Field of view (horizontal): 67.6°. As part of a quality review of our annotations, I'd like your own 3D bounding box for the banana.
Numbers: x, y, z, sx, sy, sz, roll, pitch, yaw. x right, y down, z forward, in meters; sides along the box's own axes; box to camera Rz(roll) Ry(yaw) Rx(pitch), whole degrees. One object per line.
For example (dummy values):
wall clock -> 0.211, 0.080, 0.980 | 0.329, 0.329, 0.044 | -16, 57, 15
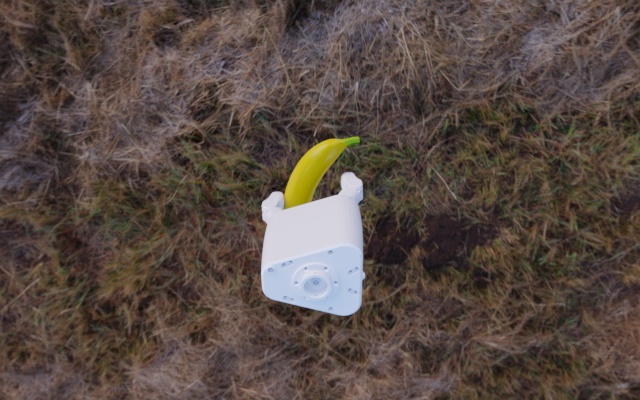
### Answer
banana -> -0.015, -0.007, 0.656 | 0.069, 0.198, 0.037 | 20, 24, -14
